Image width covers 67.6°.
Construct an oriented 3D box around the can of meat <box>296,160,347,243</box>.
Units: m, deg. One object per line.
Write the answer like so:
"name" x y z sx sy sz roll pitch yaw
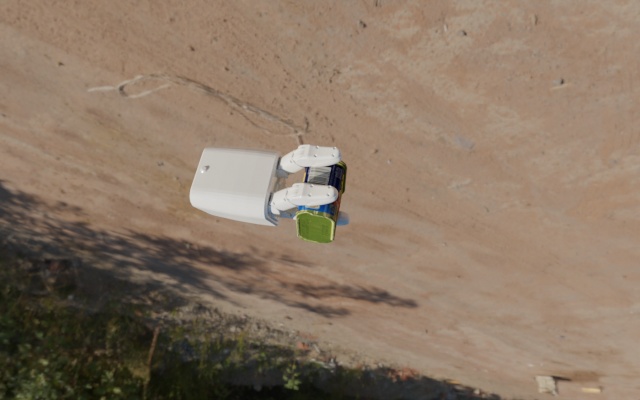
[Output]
"can of meat" 0.000 0.002 0.643 0.057 0.084 0.102 9 -26 4
